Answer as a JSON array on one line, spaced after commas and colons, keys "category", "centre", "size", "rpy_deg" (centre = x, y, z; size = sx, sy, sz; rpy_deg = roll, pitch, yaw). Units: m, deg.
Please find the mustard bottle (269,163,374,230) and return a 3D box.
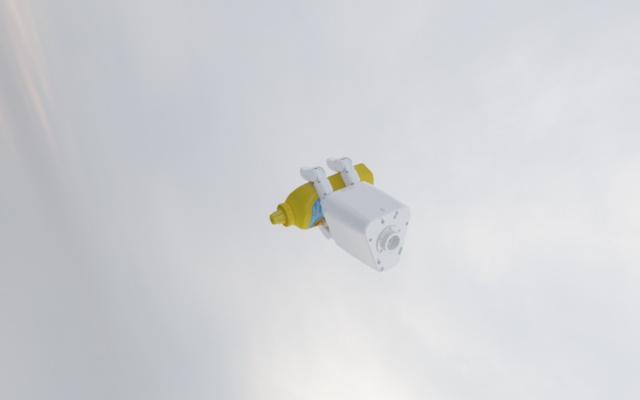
[{"category": "mustard bottle", "centre": [0.000, 0.002, 0.824], "size": [0.191, 0.058, 0.096], "rpy_deg": [-21, -34, -27]}]
